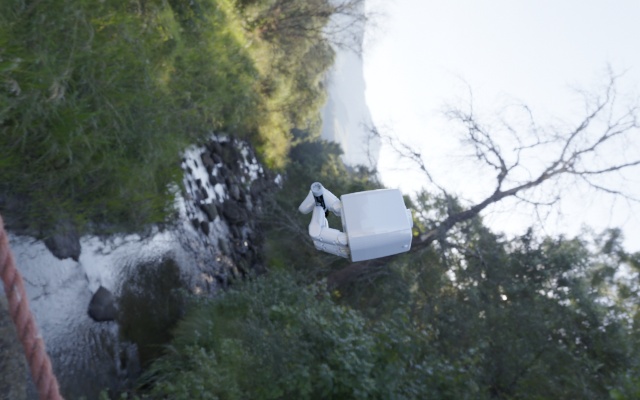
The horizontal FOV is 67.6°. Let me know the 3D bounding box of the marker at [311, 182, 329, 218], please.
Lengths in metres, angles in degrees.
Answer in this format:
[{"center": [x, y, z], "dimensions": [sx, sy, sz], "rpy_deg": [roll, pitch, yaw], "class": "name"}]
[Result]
[{"center": [0.000, 0.003, 0.823], "dimensions": [0.020, 0.020, 0.121], "rpy_deg": [0, -23, 7], "class": "marker"}]
